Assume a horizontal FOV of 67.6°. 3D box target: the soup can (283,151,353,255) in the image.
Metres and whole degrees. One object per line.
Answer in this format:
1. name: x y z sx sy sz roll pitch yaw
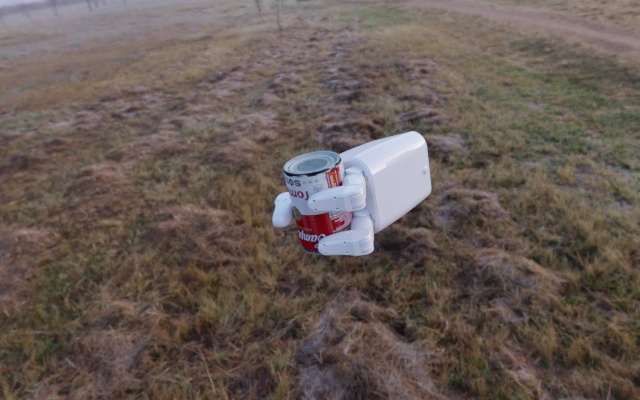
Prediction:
1. soup can: 0.000 0.002 0.553 0.068 0.102 0.068 -10 25 5
